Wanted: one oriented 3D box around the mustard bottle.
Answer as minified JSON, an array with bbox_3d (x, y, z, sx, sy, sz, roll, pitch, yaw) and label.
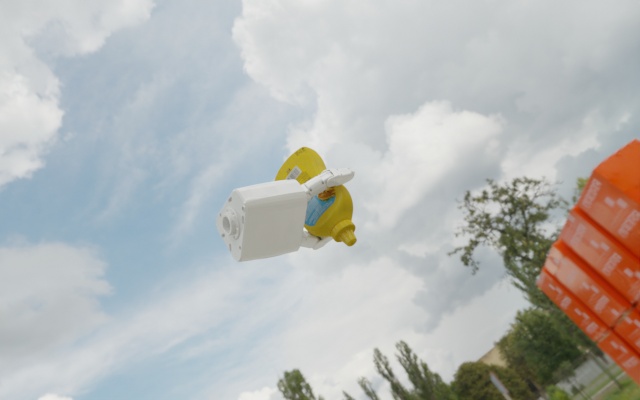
[{"bbox_3d":[0.000,0.002,0.795,0.058,0.096,0.191,18,28,-52],"label":"mustard bottle"}]
